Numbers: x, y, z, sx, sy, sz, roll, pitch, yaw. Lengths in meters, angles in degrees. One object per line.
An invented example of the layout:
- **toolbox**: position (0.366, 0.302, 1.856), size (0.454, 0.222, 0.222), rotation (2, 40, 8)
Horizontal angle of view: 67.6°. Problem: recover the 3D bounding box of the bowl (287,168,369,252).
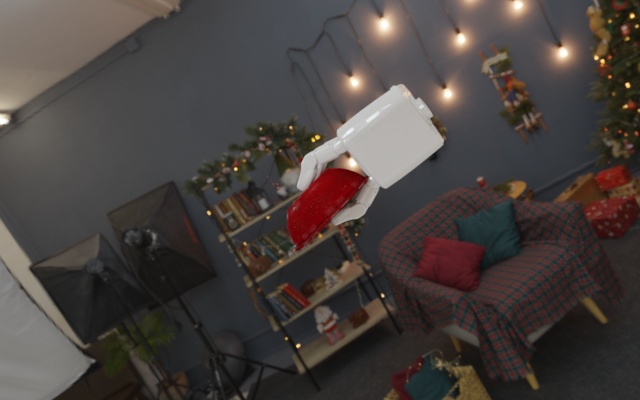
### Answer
- **bowl**: position (-0.001, 0.003, 0.725), size (0.055, 0.162, 0.162), rotation (43, 0, 0)
